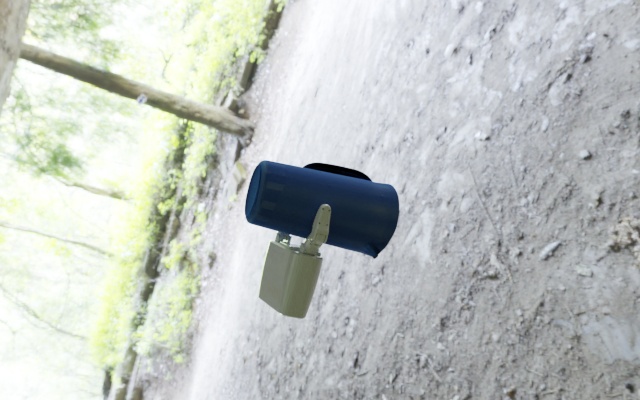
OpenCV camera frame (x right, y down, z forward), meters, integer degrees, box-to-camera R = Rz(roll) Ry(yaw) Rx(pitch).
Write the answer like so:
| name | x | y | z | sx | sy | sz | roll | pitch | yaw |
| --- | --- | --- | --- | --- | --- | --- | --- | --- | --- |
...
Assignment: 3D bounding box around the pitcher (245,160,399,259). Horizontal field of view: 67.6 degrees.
| name | x | y | z | sx | sy | sz | roll | pitch | yaw |
| --- | --- | --- | --- | --- | --- | --- | --- | --- | --- |
| pitcher | 0.000 | 0.003 | 0.820 | 0.243 | 0.145 | 0.149 | 14 | 2 | -18 |
